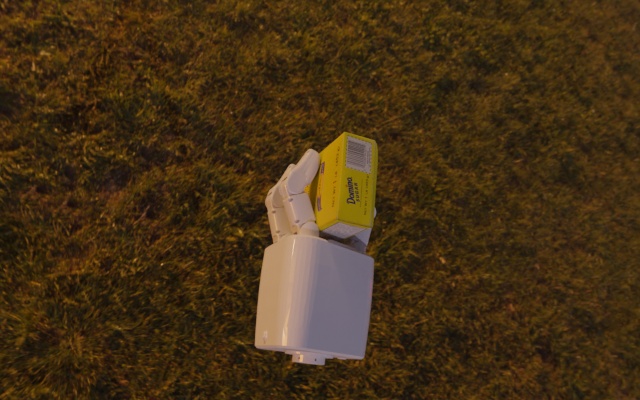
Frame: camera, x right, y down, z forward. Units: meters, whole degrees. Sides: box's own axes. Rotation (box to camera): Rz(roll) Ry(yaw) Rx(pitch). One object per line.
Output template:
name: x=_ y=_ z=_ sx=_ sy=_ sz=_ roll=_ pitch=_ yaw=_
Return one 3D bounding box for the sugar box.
sugar box: x=0.000 y=0.002 z=0.530 sx=0.048 sy=0.093 sz=0.176 roll=15 pitch=-22 yaw=-23
